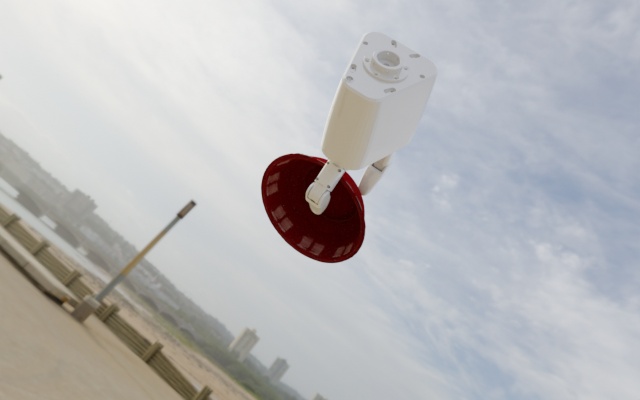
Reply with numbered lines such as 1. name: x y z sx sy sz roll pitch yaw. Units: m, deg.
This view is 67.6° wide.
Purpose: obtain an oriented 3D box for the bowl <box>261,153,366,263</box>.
1. bowl: 0.000 0.003 0.637 0.162 0.162 0.055 0 28 37
